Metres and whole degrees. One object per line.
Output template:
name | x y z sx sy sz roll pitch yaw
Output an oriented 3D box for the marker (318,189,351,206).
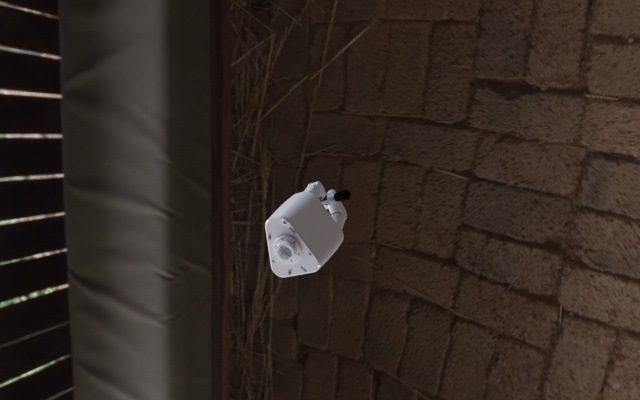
marker | 0.000 0.003 0.860 0.121 0.020 0.020 -16 -8 28
